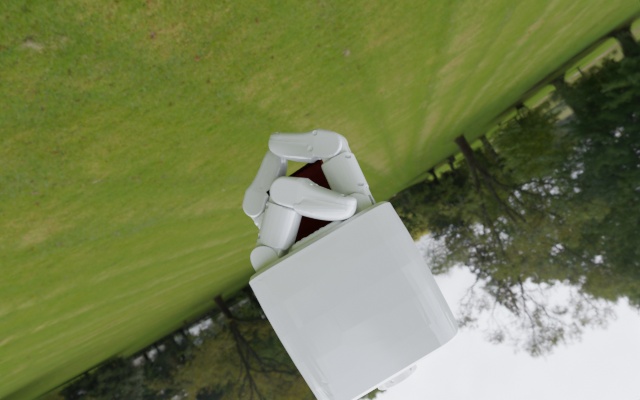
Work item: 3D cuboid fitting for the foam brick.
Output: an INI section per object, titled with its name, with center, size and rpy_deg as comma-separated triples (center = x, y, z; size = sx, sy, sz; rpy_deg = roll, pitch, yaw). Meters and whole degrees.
[foam brick]
center = 0.000, 0.001, 0.403
size = 0.053, 0.051, 0.078
rpy_deg = -33, -9, 15
